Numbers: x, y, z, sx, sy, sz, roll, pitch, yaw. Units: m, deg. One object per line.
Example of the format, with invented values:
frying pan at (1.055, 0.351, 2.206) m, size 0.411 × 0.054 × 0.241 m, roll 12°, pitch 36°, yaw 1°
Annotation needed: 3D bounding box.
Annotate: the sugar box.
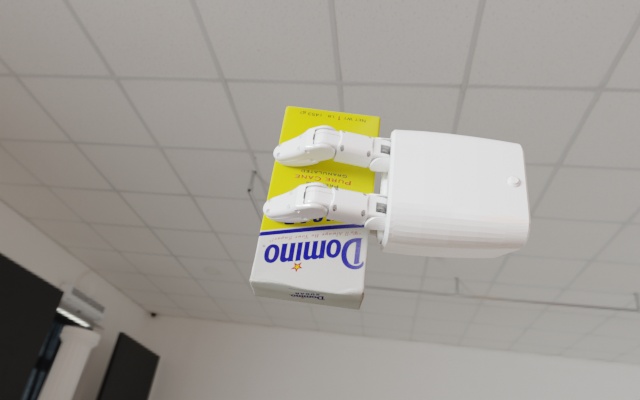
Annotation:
sugar box at (0.000, 0.001, 0.425) m, size 0.093 × 0.176 × 0.048 m, roll 6°, pitch -30°, yaw 3°
